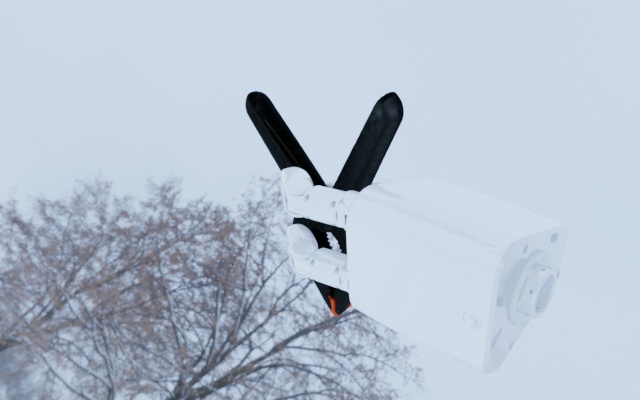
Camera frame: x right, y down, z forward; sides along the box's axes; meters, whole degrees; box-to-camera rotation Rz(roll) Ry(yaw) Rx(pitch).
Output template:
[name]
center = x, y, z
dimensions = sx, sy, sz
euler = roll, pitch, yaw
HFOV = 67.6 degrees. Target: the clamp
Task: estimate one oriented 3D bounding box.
[clamp]
center = 0.001, 0.002, 0.415
dimensions = 0.036, 0.210, 0.164
euler = -26, 34, -38
